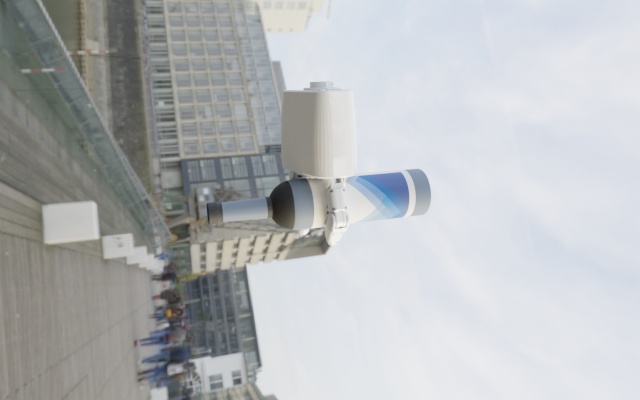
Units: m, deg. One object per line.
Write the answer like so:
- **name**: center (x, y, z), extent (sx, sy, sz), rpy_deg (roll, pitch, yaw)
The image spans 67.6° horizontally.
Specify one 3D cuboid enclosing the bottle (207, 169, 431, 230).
- **bottle**: center (0.000, 0.002, 0.635), extent (0.296, 0.069, 0.069), rpy_deg (-6, 2, -16)
